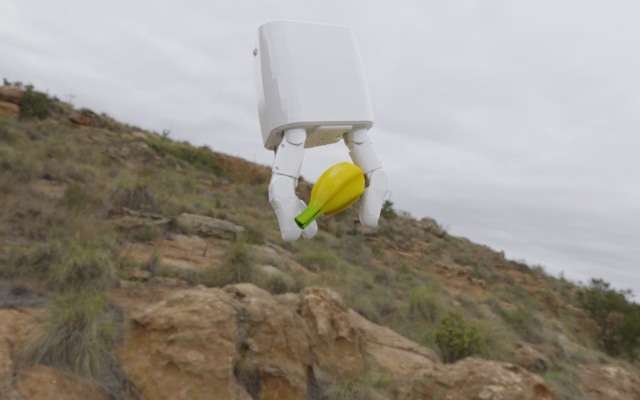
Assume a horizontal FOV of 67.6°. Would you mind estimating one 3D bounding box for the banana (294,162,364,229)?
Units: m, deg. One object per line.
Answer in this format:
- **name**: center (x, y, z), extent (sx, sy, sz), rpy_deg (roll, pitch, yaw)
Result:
- **banana**: center (0.015, -0.009, 0.484), extent (0.069, 0.037, 0.198), rpy_deg (-35, -5, 7)
